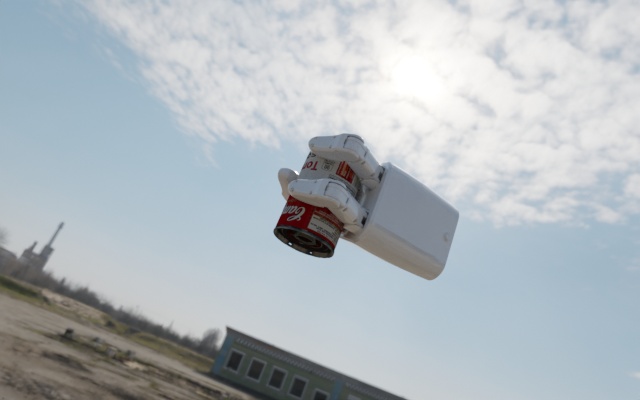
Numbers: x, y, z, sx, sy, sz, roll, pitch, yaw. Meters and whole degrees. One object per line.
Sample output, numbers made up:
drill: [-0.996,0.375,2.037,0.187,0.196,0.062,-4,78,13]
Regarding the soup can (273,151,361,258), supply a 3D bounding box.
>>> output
soup can: [0.000,0.001,0.514,0.068,0.102,0.068,19,-22,8]
